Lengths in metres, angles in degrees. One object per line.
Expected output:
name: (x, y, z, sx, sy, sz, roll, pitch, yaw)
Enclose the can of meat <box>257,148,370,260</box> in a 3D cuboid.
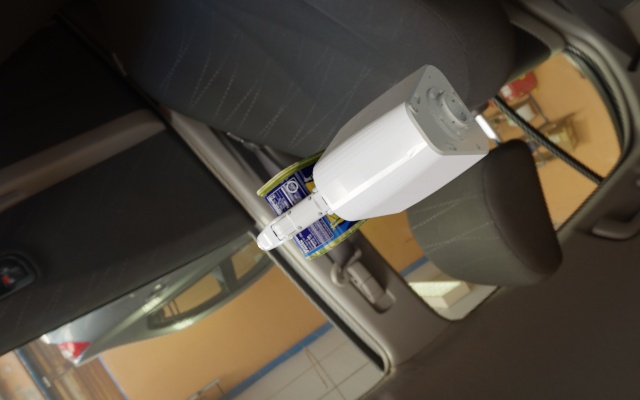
can of meat: (0.000, 0.002, 0.477, 0.057, 0.084, 0.102, -36, -2, 35)
